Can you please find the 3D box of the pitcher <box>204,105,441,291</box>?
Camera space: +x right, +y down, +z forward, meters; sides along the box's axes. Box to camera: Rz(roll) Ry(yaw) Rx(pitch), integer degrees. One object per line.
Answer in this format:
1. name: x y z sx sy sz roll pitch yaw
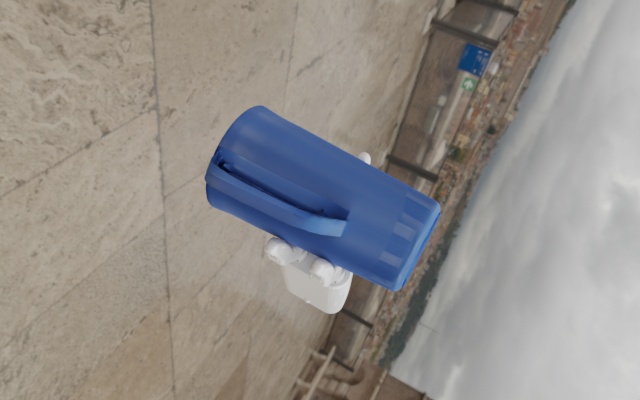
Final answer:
1. pitcher: 0.000 0.002 0.529 0.243 0.149 0.145 27 -30 14
